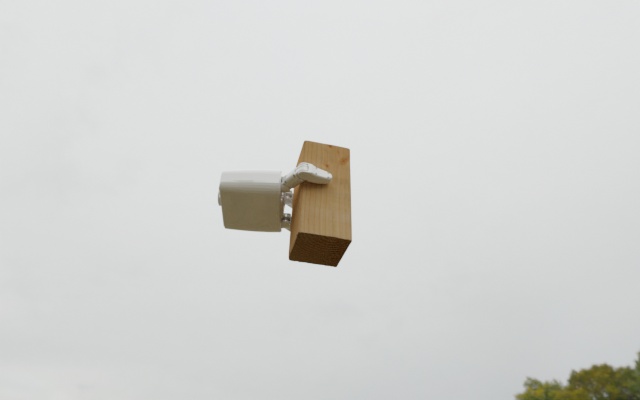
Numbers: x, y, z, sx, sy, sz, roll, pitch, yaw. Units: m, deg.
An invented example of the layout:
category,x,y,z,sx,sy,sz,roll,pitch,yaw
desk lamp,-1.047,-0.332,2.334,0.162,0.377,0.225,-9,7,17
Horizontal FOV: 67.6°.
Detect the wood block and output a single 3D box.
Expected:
category,x,y,z,sx,sy,sz,roll,pitch,yaw
wood block,0.000,0.002,0.850,0.090,0.206,0.091,10,-39,-11
